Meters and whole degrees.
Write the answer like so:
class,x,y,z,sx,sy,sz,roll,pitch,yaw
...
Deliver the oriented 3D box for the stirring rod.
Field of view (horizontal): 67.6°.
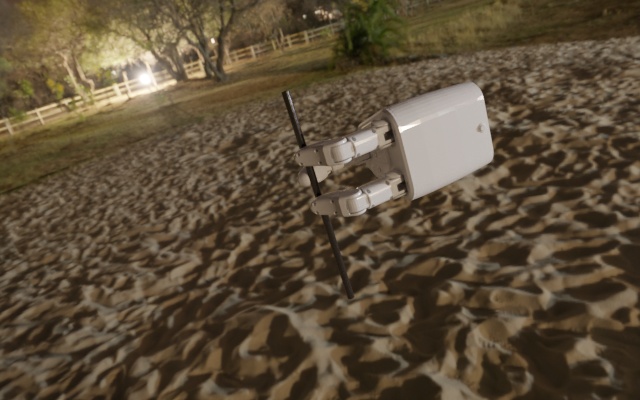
class,x,y,z,sx,sy,sz,roll,pitch,yaw
stirring rod,0.000,0.002,0.507,0.011,0.240,0.011,-16,19,5
